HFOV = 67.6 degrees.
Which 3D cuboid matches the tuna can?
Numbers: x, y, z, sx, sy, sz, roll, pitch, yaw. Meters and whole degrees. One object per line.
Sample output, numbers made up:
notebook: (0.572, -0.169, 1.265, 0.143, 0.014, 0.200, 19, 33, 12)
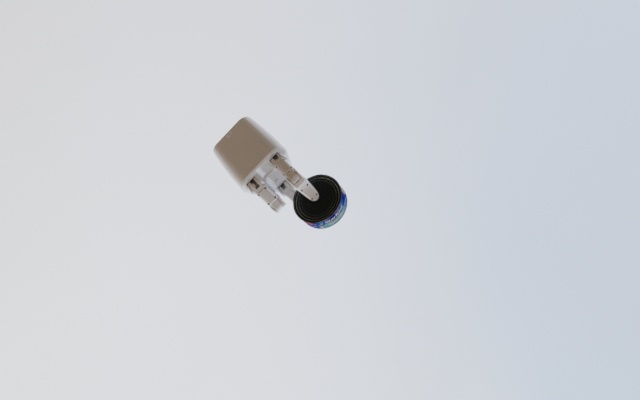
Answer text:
tuna can: (0.000, 0.003, 0.783, 0.086, 0.086, 0.034, 0, -23, 25)
